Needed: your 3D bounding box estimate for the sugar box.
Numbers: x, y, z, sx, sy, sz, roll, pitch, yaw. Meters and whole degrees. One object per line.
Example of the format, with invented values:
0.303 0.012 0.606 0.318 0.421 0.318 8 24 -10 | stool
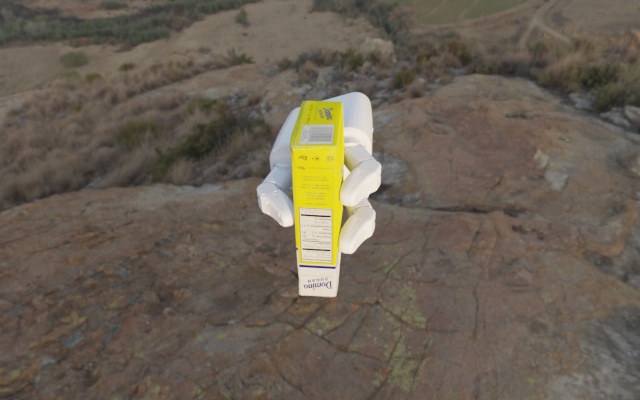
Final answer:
0.001 0.001 0.474 0.048 0.176 0.093 1 36 7 | sugar box
